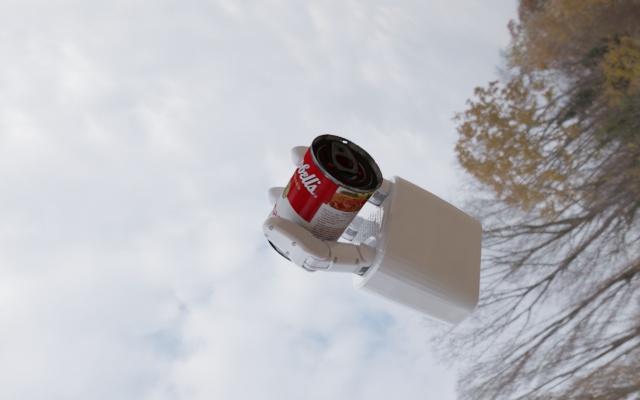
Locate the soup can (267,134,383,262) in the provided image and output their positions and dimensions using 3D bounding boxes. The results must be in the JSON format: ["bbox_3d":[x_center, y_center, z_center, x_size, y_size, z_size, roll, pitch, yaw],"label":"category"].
[{"bbox_3d":[-0.001,0.001,0.424,0.068,0.068,0.102,0,-42,-38],"label":"soup can"}]
